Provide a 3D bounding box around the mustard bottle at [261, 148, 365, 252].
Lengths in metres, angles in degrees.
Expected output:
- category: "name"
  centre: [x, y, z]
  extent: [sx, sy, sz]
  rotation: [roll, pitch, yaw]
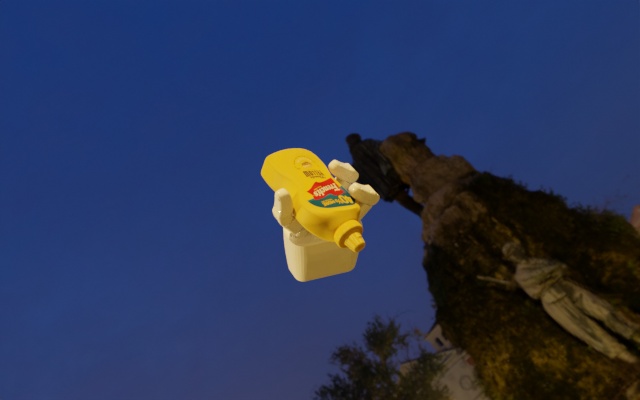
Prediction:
- category: "mustard bottle"
  centre: [0.000, 0.002, 0.676]
  extent: [0.096, 0.058, 0.191]
  rotation: [-6, 43, -40]
